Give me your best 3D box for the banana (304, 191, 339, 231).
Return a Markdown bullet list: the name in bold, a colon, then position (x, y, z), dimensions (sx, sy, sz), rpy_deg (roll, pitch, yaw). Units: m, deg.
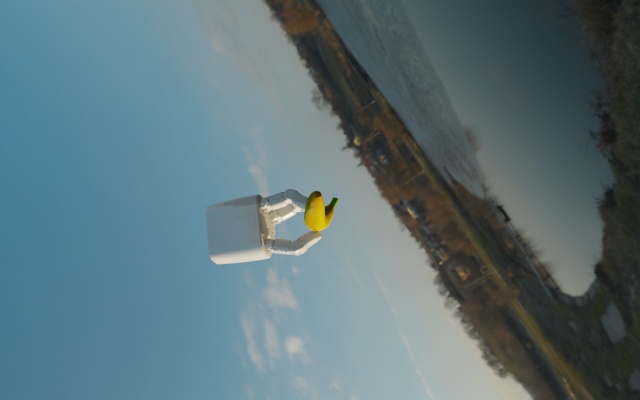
- **banana**: position (-0.004, 0.021, 0.835), dimensions (0.037, 0.069, 0.198), rpy_deg (14, 0, 9)
